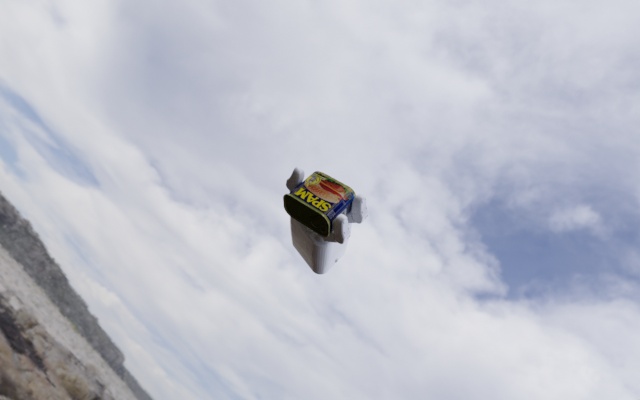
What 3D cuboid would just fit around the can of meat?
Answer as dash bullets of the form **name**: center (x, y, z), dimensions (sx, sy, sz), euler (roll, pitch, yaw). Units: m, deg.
- **can of meat**: center (0.000, 0.002, 0.837), dimensions (0.102, 0.057, 0.084), euler (31, 54, 25)
